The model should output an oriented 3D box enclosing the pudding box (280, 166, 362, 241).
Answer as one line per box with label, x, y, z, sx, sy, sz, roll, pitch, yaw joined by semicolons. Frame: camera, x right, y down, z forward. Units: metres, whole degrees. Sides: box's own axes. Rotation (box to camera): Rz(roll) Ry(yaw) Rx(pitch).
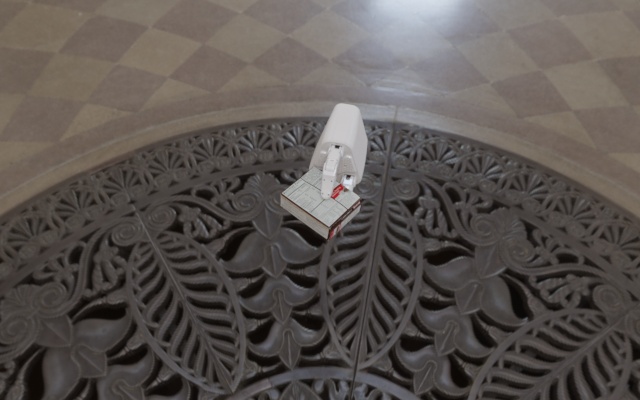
pudding box;0.000;0.003;0.812;0.113;0.039;0.090;34;57;24
